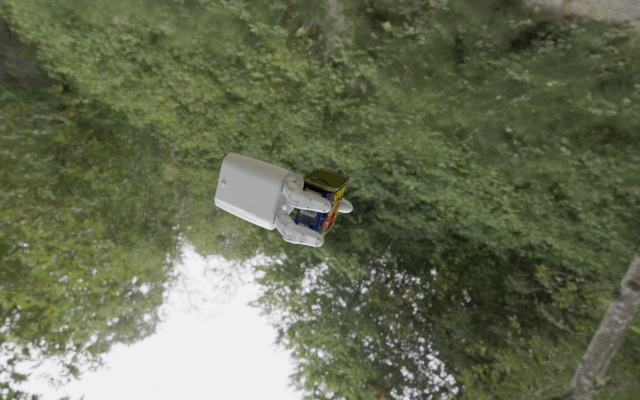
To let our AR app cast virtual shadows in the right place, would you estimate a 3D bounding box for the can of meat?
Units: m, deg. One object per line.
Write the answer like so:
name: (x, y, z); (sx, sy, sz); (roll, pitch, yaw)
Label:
can of meat: (0.000, 0.003, 0.750); (0.057, 0.084, 0.102); (19, 18, 11)
